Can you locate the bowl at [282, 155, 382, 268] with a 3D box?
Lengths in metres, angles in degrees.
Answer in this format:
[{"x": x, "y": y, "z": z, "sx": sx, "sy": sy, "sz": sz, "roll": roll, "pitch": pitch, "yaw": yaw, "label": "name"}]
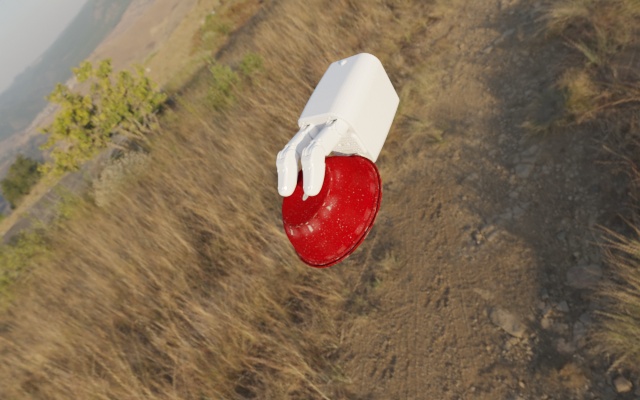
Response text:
[{"x": 0.000, "y": 0.003, "z": 0.612, "sx": 0.055, "sy": 0.162, "sz": 0.162, "roll": 29, "pitch": -18, "yaw": -35, "label": "bowl"}]
